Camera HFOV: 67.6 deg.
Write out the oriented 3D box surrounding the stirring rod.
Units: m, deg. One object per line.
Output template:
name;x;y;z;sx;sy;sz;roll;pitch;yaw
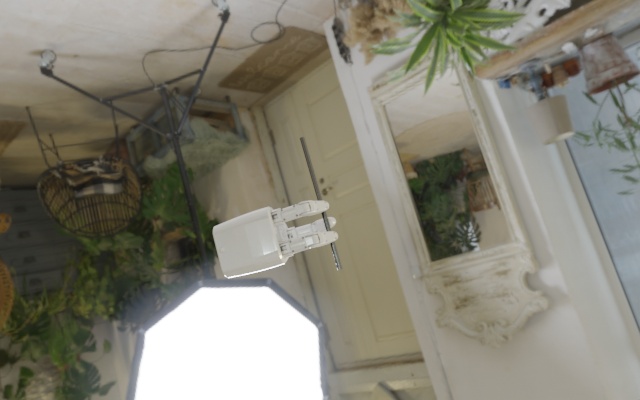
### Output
stirring rod;0.000;0.003;0.826;0.011;0.239;0.011;-16;-10;-3
